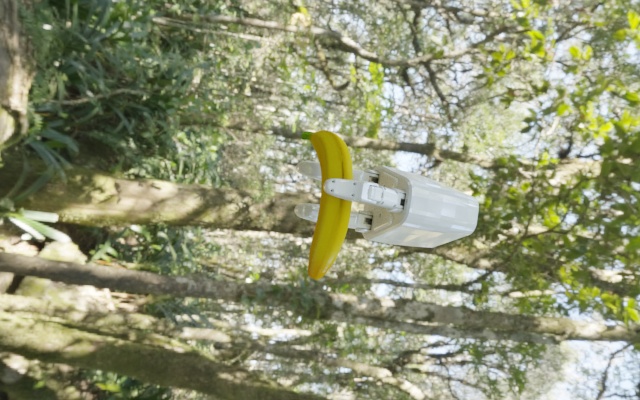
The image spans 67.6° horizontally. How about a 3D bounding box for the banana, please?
[{"bbox_3d":[0.010,-0.008,0.561,0.037,0.197,0.070,15,-31,-30],"label":"banana"}]
